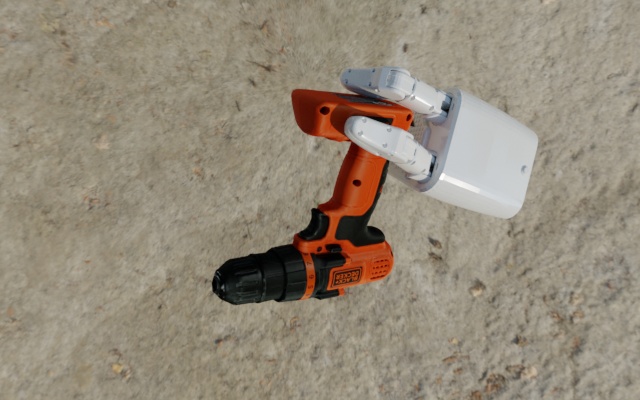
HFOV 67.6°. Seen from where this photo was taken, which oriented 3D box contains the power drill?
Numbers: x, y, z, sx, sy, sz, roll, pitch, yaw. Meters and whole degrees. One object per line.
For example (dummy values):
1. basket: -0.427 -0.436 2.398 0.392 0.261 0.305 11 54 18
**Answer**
1. power drill: 0.000 0.001 0.419 0.184 0.188 0.057 -5 27 -35
